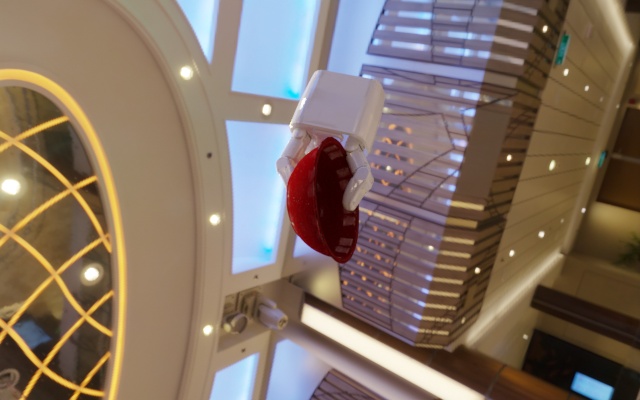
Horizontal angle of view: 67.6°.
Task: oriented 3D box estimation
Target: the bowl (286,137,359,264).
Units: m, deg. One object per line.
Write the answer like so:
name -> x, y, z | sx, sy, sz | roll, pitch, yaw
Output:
bowl -> -0.001, 0.003, 0.615 | 0.055, 0.162, 0.162 | -6, -2, 21
